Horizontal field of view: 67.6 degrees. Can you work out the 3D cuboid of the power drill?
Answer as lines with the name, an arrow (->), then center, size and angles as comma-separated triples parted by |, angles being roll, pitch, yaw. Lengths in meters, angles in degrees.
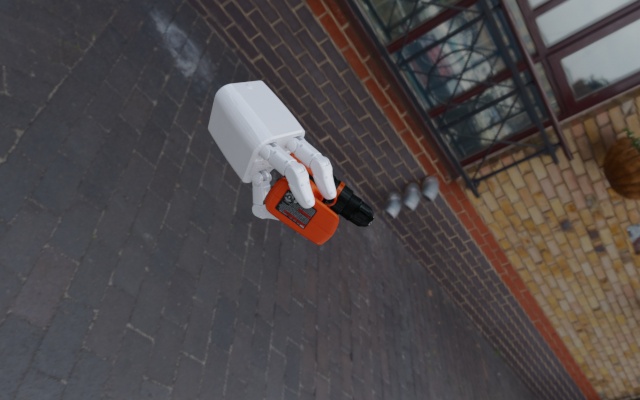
power drill -> 0.000, 0.002, 0.735 | 0.184, 0.057, 0.187 | 33, 17, -1
